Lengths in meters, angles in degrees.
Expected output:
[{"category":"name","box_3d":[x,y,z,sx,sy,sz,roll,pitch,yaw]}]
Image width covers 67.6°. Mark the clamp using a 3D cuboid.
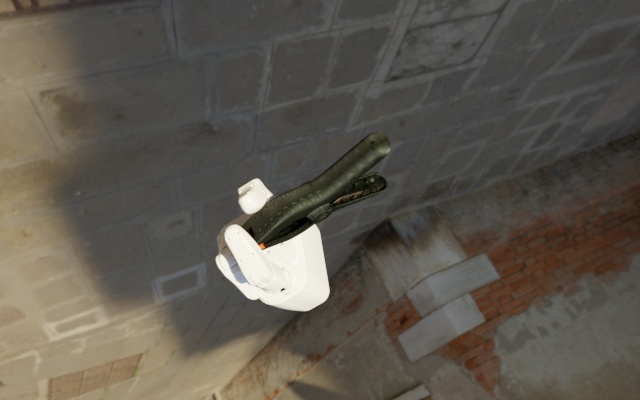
[{"category":"clamp","box_3d":[0.000,0.002,0.477,0.171,0.039,0.120,-30,-24,6]}]
